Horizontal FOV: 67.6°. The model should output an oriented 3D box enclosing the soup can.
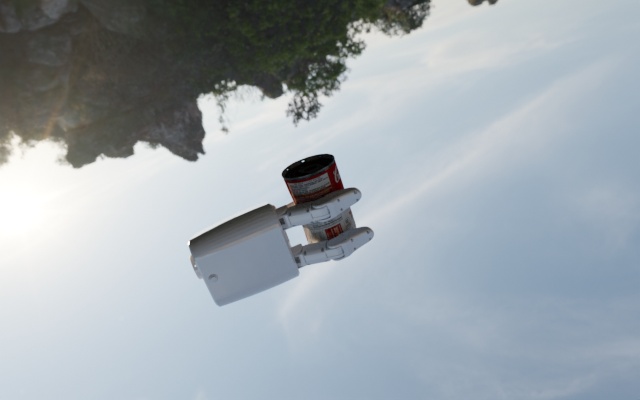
[{"bbox_3d":[0.001,0.002,0.594,0.068,0.102,0.068,-17,22,7],"label":"soup can"}]
